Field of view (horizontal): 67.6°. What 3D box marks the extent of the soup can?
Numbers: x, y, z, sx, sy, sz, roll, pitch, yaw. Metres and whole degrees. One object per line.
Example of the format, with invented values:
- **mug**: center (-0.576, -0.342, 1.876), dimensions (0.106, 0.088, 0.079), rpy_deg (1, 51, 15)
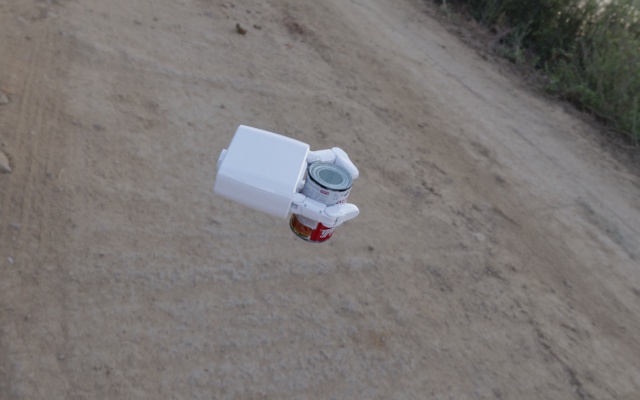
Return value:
- **soup can**: center (0.001, 0.002, 0.694), dimensions (0.068, 0.102, 0.068), rpy_deg (13, 36, -10)
